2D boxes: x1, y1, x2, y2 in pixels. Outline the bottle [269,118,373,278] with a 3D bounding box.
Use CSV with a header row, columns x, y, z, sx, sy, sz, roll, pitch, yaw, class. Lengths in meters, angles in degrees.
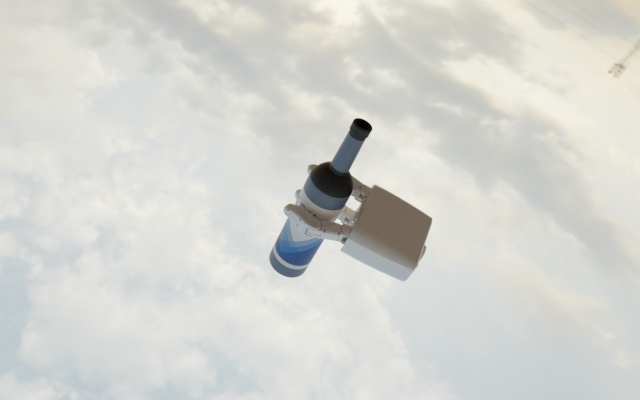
x,y,z,sx,sy,sz,roll,pitch,yaw,class
0.000,0.002,0.703,0.069,0.069,0.296,0,-43,-30,bottle
